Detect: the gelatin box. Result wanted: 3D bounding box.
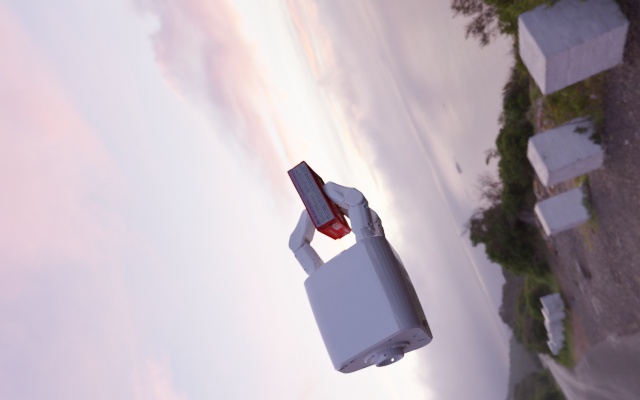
[{"bbox_3d":[0.000,0.002,0.590,0.030,0.089,0.073,-32,-21,8],"label":"gelatin box"}]
